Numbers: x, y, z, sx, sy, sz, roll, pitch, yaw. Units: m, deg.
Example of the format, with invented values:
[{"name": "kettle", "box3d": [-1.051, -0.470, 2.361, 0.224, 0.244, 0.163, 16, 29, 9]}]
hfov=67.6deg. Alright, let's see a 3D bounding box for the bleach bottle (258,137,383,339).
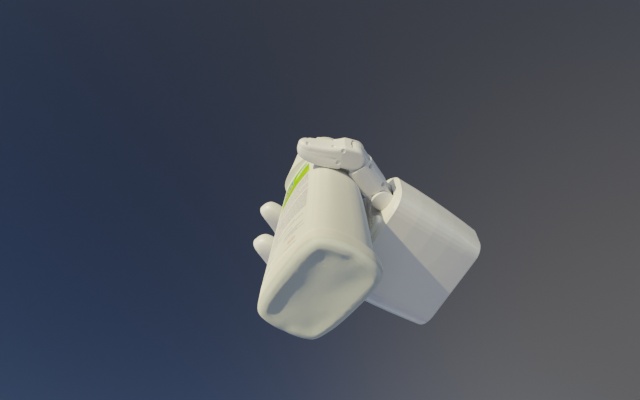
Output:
[{"name": "bleach bottle", "box3d": [0.000, 0.002, 0.448, 0.068, 0.103, 0.250, 30, 29, -17]}]
